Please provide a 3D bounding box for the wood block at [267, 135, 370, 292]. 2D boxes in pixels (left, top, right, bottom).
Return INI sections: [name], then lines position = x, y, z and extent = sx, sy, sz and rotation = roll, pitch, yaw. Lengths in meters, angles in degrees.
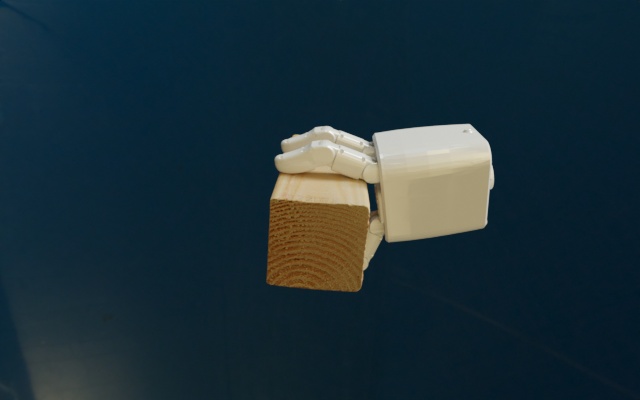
[wood block]
position = 0.000, 0.002, 0.521
extent = 0.090, 0.091, 0.206
rotation = 4, 23, 1
